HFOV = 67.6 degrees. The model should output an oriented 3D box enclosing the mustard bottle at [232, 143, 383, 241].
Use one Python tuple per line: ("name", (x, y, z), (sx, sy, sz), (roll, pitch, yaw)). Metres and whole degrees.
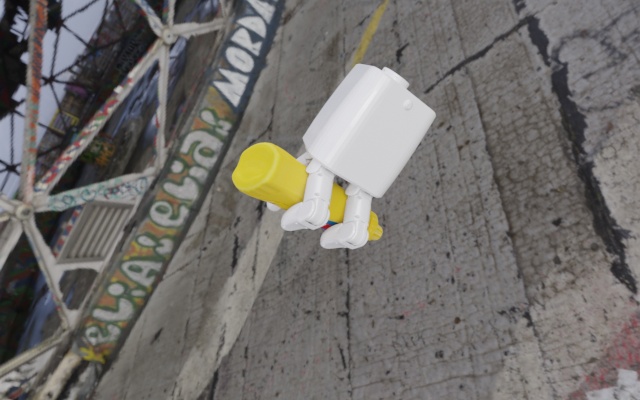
("mustard bottle", (0.000, 0.002, 0.544), (0.192, 0.058, 0.096), (28, -11, -32))
